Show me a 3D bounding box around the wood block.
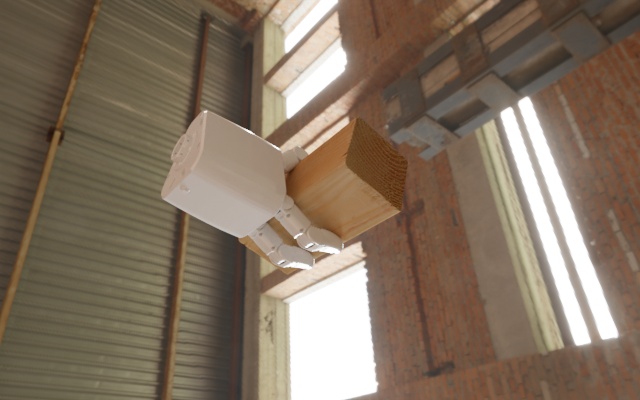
[{"bbox_3d":[0.000,0.002,0.599,0.090,0.090,0.206,38,-47,-21],"label":"wood block"}]
